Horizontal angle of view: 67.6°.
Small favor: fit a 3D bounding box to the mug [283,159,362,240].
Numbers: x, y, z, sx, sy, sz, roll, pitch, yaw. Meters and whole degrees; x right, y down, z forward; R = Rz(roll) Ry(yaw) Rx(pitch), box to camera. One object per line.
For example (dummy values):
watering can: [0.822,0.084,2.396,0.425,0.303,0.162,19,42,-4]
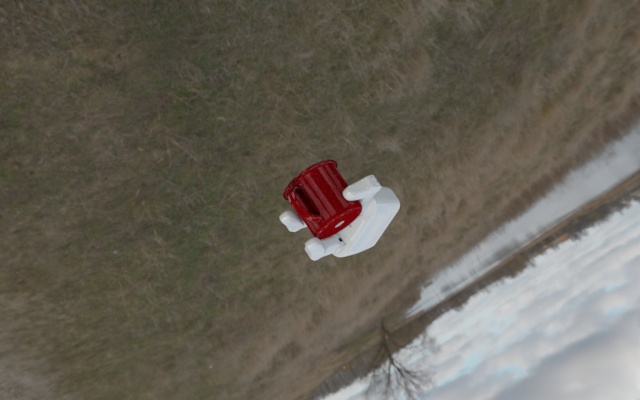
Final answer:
mug: [0.000,0.002,0.672,0.093,0.081,0.117,-43,-19,26]
